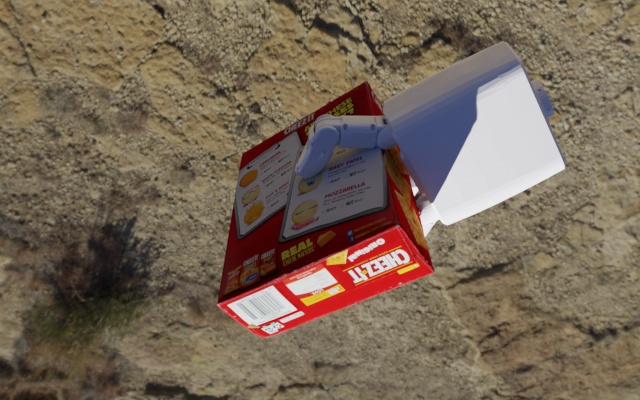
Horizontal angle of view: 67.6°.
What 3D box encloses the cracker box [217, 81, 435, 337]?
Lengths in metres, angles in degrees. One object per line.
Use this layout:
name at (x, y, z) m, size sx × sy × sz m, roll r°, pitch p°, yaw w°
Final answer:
cracker box at (0.000, 0.001, 0.447) m, size 0.164 × 0.213 × 0.072 m, roll -27°, pitch -54°, yaw 19°
